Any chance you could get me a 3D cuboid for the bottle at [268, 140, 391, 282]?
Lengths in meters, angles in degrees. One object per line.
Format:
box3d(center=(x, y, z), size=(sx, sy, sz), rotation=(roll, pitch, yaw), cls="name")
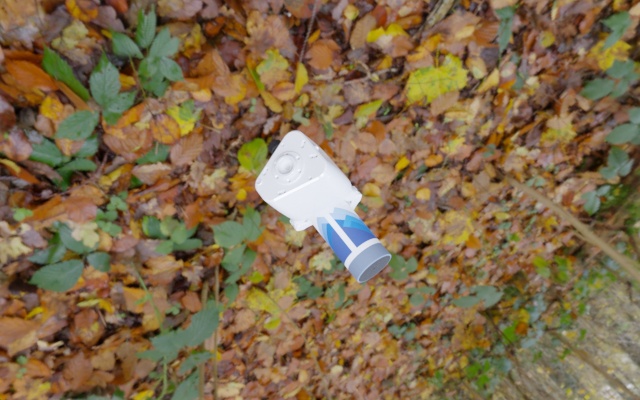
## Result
box3d(center=(0.000, 0.003, 0.802), size=(0.069, 0.295, 0.069), rotation=(-31, -27, -17), cls="bottle")
